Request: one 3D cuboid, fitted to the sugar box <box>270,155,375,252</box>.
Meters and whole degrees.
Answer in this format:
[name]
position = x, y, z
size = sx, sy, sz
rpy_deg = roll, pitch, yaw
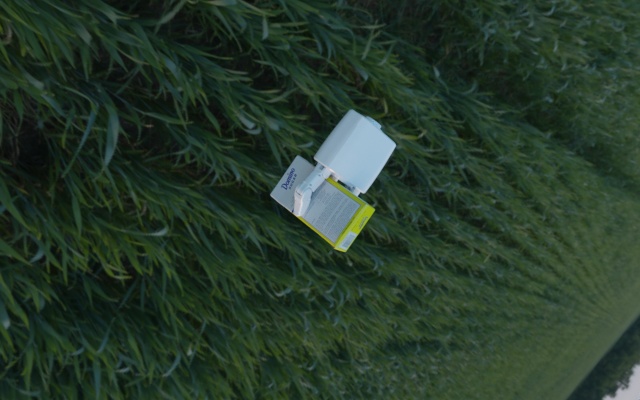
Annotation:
[sugar box]
position = 0.001, 0.003, 0.845
size = 0.176, 0.093, 0.048
rpy_deg = 38, 5, 34
